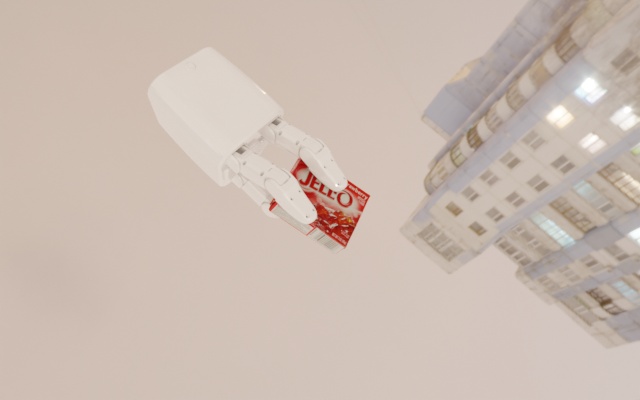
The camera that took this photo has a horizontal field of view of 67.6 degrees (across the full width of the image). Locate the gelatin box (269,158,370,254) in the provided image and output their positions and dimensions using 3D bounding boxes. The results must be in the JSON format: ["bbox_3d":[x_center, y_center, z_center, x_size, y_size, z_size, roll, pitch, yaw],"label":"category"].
[{"bbox_3d":[0.000,0.002,0.506,0.089,0.073,0.030,35,-33,-10],"label":"gelatin box"}]
